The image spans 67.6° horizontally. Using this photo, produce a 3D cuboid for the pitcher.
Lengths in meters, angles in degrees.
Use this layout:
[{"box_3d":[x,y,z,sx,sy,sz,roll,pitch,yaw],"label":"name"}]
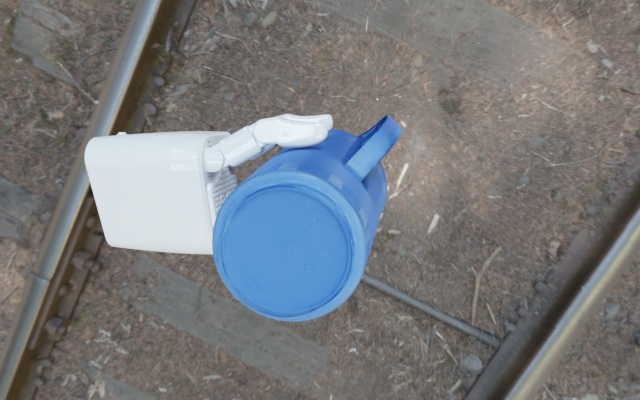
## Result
[{"box_3d":[0.000,0.001,0.429,0.145,0.149,0.242,1,12,7],"label":"pitcher"}]
